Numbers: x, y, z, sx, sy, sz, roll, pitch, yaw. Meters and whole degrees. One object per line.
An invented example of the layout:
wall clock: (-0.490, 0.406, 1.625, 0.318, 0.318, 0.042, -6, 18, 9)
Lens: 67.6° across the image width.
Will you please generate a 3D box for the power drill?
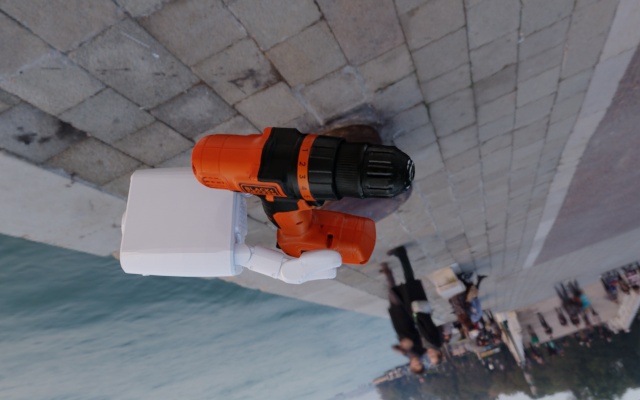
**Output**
power drill: (0.000, 0.002, 0.439, 0.184, 0.057, 0.188, 7, -25, 20)
